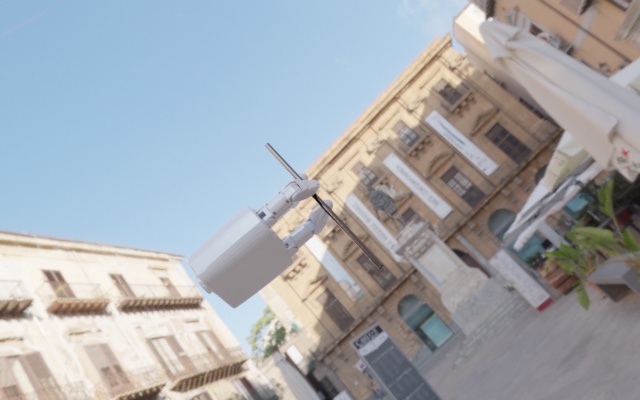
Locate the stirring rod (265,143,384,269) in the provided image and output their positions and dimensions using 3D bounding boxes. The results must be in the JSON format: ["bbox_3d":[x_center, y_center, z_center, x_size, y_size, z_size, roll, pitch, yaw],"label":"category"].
[{"bbox_3d":[0.000,0.002,0.649,0.239,0.011,0.011,47,20,20],"label":"stirring rod"}]
